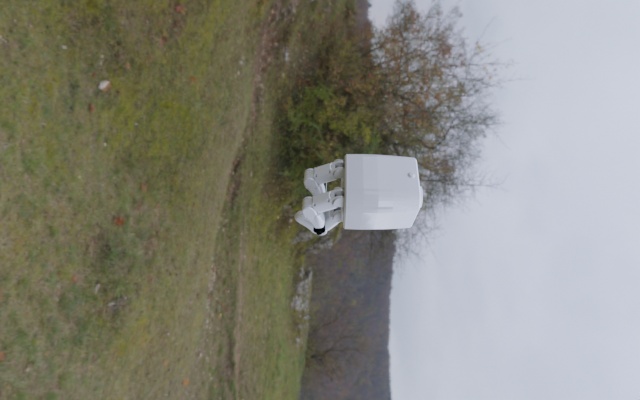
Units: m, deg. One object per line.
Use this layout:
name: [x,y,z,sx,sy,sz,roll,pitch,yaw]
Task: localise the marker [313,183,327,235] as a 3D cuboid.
marker: [0.000,0.003,0.765,0.020,0.121,0.020,2,-38,1]
